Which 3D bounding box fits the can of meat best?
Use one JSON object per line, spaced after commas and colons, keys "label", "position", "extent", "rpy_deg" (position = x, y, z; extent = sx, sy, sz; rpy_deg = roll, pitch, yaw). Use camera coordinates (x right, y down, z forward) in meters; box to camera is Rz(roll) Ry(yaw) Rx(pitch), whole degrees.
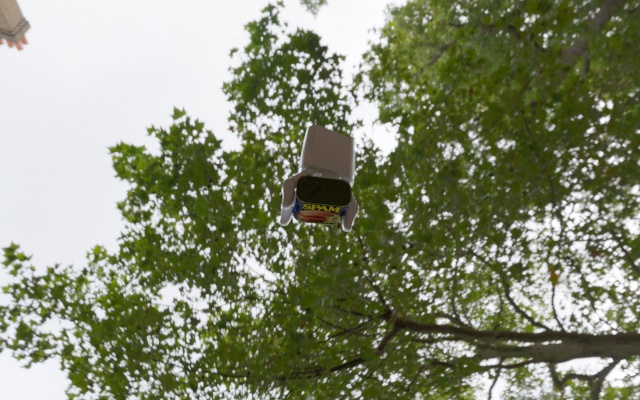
{"label": "can of meat", "position": [0.000, 0.003, 0.894], "extent": [0.102, 0.057, 0.084], "rpy_deg": [6, -31, -7]}
